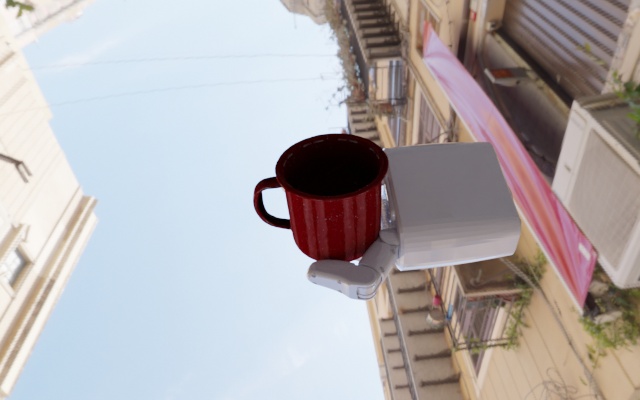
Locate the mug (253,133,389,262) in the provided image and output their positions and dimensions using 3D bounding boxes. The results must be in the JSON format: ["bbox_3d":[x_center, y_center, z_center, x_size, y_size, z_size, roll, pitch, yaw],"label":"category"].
[{"bbox_3d":[-0.001,0.002,0.416,0.117,0.082,0.093,-5,40,1],"label":"mug"}]
